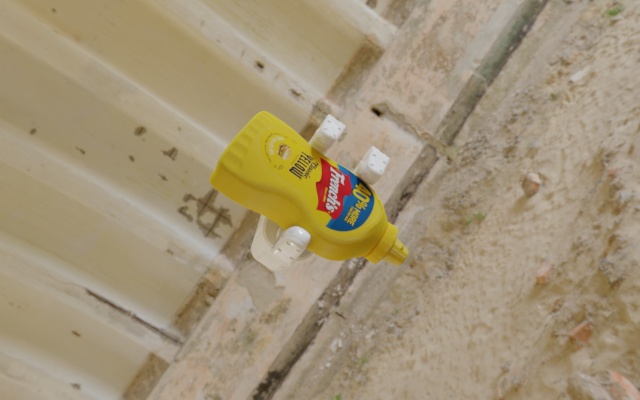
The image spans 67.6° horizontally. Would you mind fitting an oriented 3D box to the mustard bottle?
[{"bbox_3d":[0.000,0.001,0.446,0.191,0.096,0.058,35,-47,-5],"label":"mustard bottle"}]
